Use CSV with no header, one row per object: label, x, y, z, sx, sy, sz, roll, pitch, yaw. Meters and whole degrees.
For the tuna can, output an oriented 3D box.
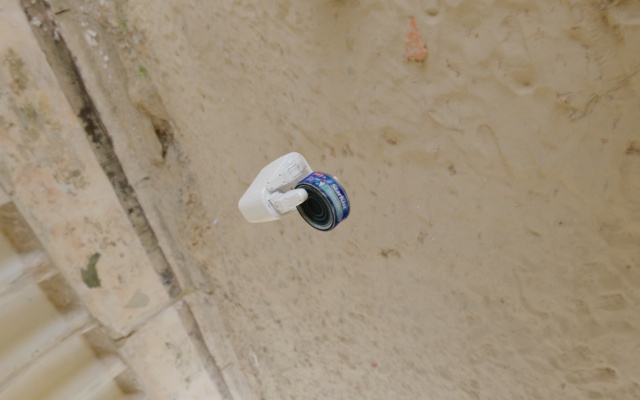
tuna can,0.000,0.003,0.697,0.033,0.086,0.086,-37,23,-35
